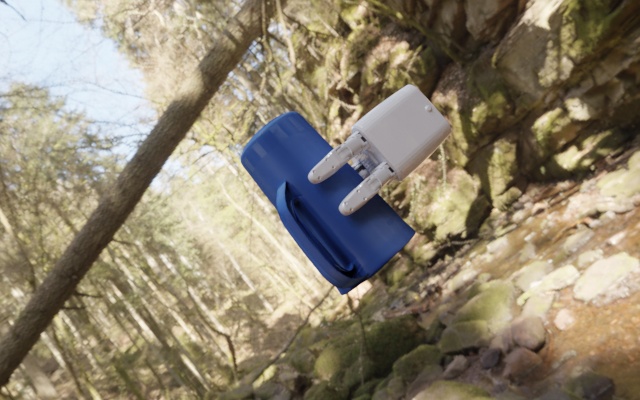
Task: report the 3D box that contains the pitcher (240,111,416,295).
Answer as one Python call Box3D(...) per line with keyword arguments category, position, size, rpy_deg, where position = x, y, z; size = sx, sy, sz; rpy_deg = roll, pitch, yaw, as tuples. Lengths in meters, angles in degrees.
Box3D(category="pitcher", position=(0.000, 0.002, 0.647), size=(0.145, 0.243, 0.149), rpy_deg=(-40, -4, -13))
